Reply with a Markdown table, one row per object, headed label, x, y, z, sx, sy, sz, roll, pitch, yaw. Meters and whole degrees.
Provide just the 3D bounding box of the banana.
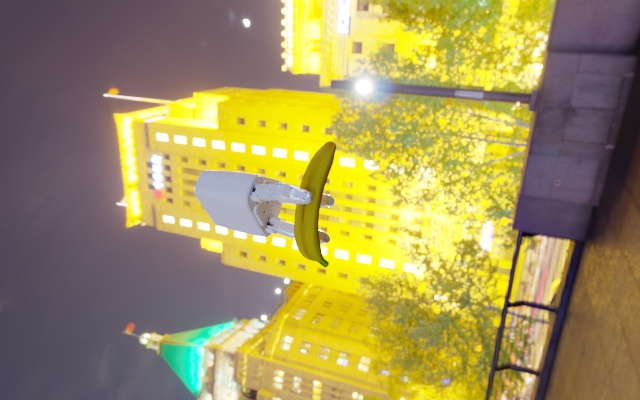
| label | x | y | z | sx | sy | sz | roll | pitch | yaw |
| --- | --- | --- | --- | --- | --- | --- | --- | --- | --- |
| banana | -0.010 | 0.006 | 0.723 | 0.037 | 0.198 | 0.069 | 8 | 6 | 31 |
